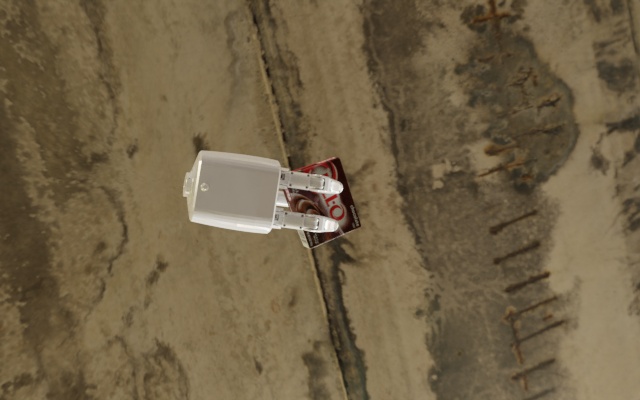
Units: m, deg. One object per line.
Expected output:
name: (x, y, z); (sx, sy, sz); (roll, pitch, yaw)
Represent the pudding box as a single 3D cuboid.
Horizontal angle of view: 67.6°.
pudding box: (0.000, 0.002, 0.700); (0.090, 0.113, 0.039); (-22, 11, -20)
